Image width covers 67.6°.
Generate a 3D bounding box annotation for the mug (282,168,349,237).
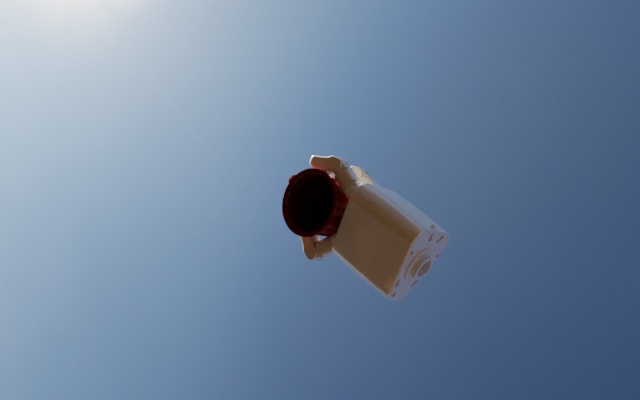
[{"bbox_3d":[-0.001,0.002,0.673,0.117,0.093,0.081,41,16,35],"label":"mug"}]
